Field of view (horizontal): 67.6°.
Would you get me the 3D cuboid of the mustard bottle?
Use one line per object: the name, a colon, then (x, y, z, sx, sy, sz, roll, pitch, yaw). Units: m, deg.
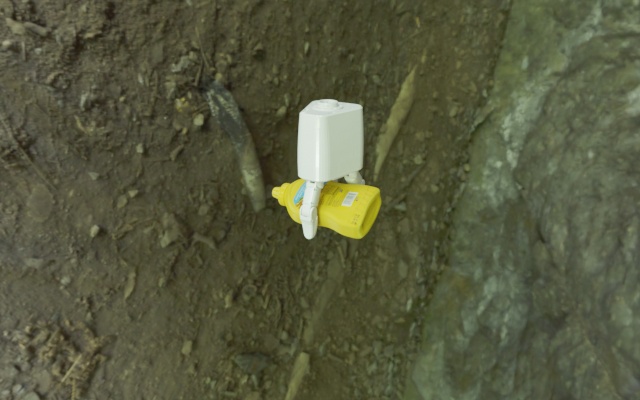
mustard bottle: (0.000, 0.003, 0.821, 0.191, 0.096, 0.058, 13, -38, 26)
